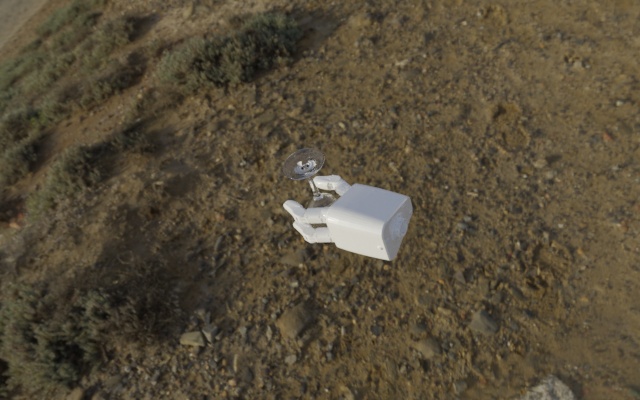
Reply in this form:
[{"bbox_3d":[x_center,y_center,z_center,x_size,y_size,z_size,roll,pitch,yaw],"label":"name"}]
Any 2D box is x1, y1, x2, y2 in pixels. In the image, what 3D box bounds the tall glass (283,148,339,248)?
[{"bbox_3d":[0.000,0.002,0.872,0.079,0.079,0.201,0,-41,22],"label":"tall glass"}]
